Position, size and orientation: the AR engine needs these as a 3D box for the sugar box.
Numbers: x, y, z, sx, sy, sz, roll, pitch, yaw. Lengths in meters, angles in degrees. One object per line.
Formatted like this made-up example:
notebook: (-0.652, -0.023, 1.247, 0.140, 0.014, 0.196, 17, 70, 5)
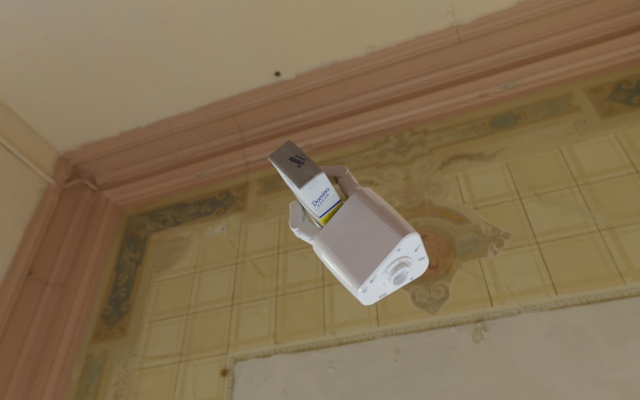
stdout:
sugar box: (0.001, 0.002, 0.675, 0.093, 0.048, 0.176, 45, -10, 43)
